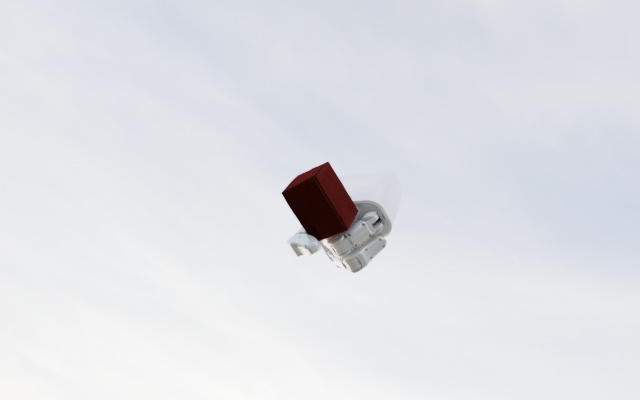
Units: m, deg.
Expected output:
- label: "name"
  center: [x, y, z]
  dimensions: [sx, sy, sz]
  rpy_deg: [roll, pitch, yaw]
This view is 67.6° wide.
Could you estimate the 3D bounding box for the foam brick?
- label: "foam brick"
  center: [0.000, 0.002, 0.581]
  dimensions: [0.053, 0.078, 0.051]
  rpy_deg: [-23, 17, 30]
